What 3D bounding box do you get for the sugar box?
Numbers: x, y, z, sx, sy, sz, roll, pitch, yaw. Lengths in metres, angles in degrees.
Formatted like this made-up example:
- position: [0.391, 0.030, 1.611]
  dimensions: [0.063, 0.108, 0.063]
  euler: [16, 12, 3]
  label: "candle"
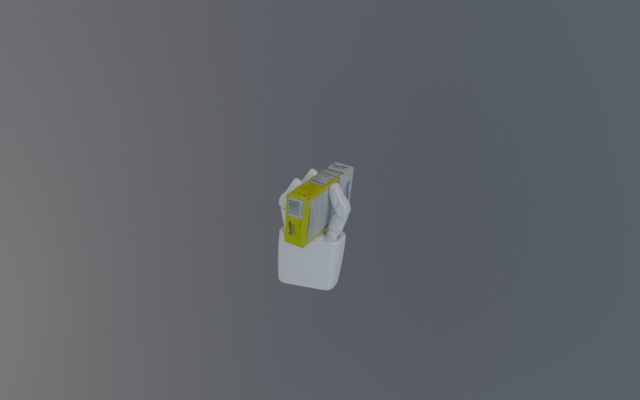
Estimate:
- position: [0.000, 0.003, 0.845]
  dimensions: [0.048, 0.093, 0.176]
  euler: [17, 28, 21]
  label: "sugar box"
